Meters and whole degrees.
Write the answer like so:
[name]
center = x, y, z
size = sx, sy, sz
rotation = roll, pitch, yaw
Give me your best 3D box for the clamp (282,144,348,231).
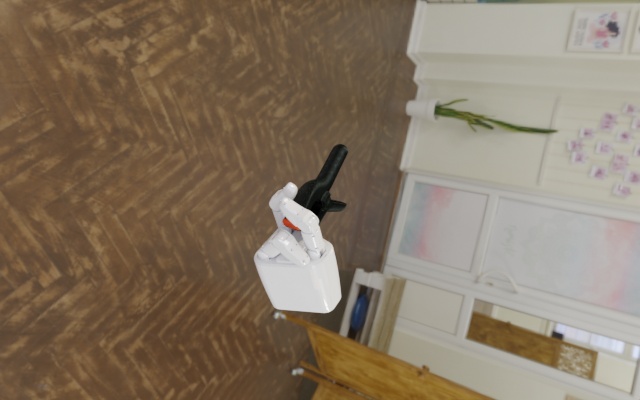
[clamp]
center = 0.001, 0.003, 0.738
size = 0.039, 0.120, 0.171
rotation = 13, 43, 30
